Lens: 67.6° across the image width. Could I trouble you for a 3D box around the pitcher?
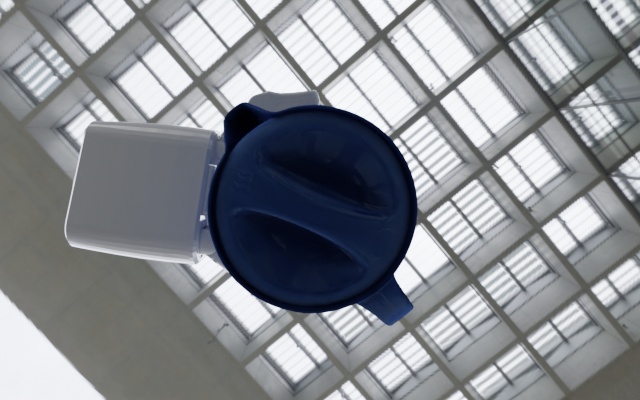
[{"bbox_3d":[0.000,0.001,0.414,0.145,0.149,0.243,5,7,-1],"label":"pitcher"}]
